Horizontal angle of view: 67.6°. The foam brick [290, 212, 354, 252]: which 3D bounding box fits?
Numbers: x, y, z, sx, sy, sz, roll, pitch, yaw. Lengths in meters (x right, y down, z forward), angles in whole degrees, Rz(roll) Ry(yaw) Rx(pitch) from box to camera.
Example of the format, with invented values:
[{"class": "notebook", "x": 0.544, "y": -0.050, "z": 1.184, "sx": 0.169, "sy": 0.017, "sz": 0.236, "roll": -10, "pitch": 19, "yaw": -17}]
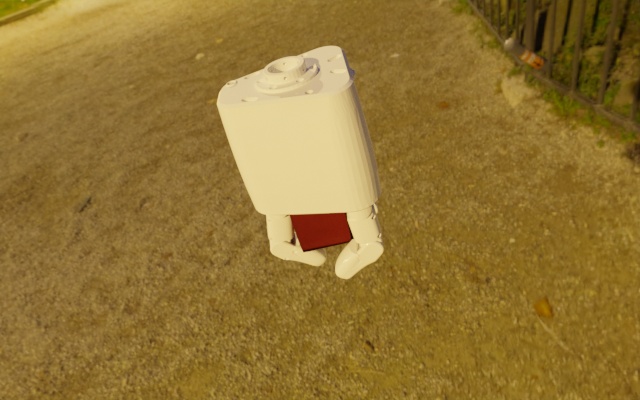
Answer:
[{"class": "foam brick", "x": 0.000, "y": 0.001, "z": 0.459, "sx": 0.053, "sy": 0.051, "sz": 0.078, "roll": -13, "pitch": 37, "yaw": 5}]
